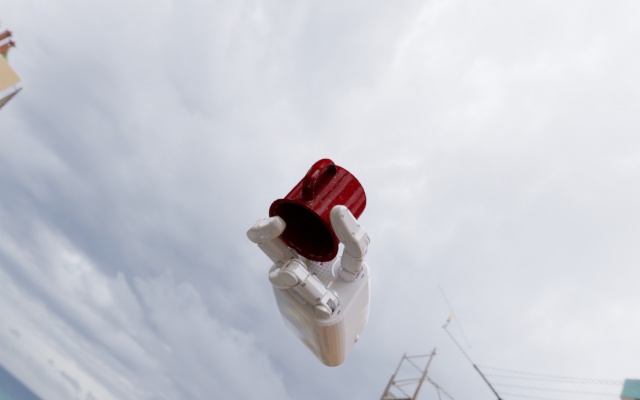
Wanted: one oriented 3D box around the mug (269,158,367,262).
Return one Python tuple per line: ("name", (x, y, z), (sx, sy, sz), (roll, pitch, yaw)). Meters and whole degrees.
("mug", (0.000, 0.001, 0.544), (0.093, 0.117, 0.081), (21, 50, 25))
